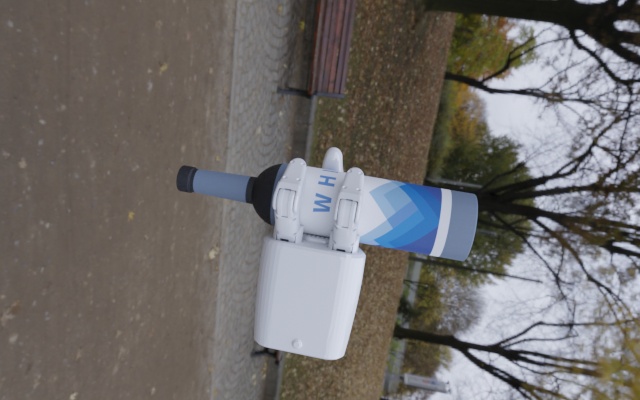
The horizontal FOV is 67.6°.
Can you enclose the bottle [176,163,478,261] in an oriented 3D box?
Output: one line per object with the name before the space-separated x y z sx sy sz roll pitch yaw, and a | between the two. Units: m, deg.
bottle | 0.000 0.002 0.480 0.296 0.069 0.069 10 1 6
